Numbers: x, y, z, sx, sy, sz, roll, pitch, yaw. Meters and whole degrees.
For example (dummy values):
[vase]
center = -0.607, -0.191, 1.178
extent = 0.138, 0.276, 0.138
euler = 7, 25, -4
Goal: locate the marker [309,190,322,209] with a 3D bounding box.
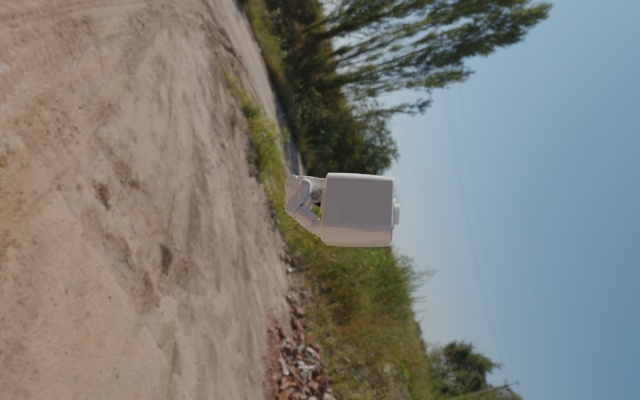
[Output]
[marker]
center = 0.000, 0.003, 0.784
extent = 0.020, 0.020, 0.121
euler = 0, -10, 8
